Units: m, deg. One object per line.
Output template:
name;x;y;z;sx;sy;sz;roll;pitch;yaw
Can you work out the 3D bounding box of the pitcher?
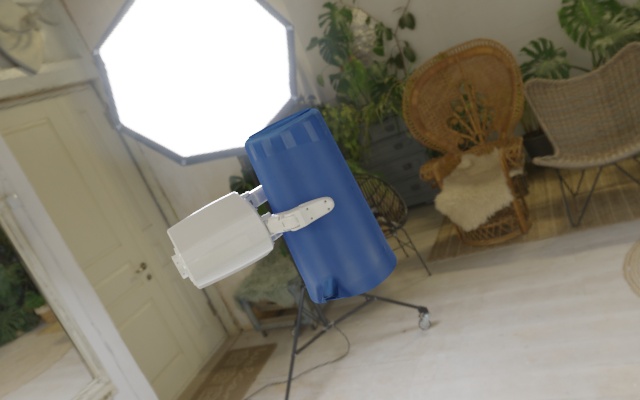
pitcher;0.000;0.002;0.651;0.145;0.243;0.149;-29;14;-16
